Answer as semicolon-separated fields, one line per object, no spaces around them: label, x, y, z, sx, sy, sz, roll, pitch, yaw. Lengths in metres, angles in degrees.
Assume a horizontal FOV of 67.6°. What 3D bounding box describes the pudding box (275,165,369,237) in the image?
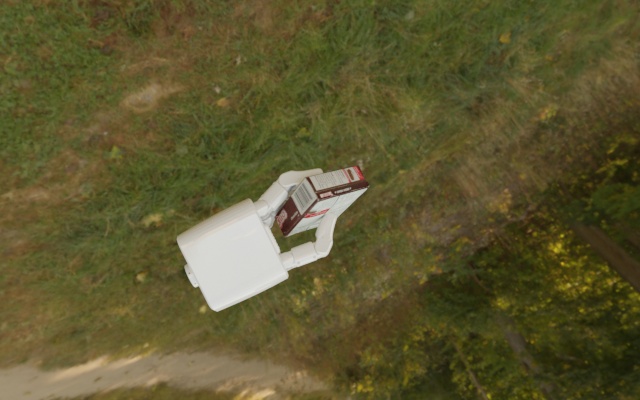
pudding box;0.000;0.002;0.648;0.090;0.039;0.113;-16;-18;-35
